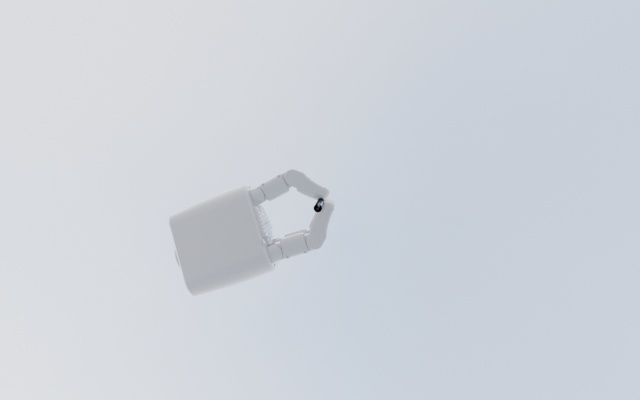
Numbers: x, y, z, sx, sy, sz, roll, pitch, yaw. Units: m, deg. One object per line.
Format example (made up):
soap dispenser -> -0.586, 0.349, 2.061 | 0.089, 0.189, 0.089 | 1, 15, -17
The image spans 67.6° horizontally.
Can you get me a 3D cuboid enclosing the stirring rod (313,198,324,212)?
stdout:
stirring rod -> 0.000, 0.002, 0.562 | 0.011, 0.011, 0.239 | 0, 3, 1
